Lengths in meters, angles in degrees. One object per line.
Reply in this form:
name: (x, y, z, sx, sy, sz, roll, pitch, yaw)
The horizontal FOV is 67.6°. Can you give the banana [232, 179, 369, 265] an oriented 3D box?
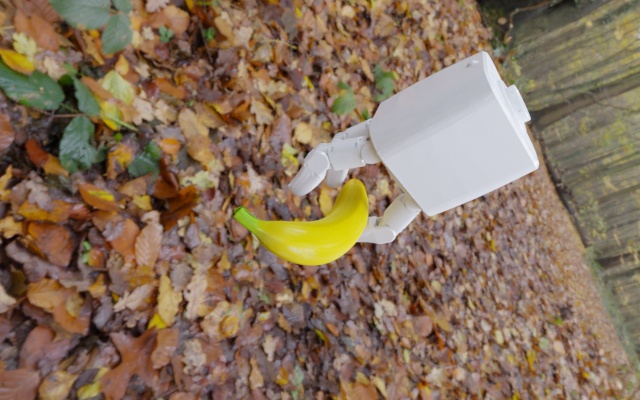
banana: (0.006, 0.019, 0.437, 0.037, 0.069, 0.198, -28, -7, 31)
